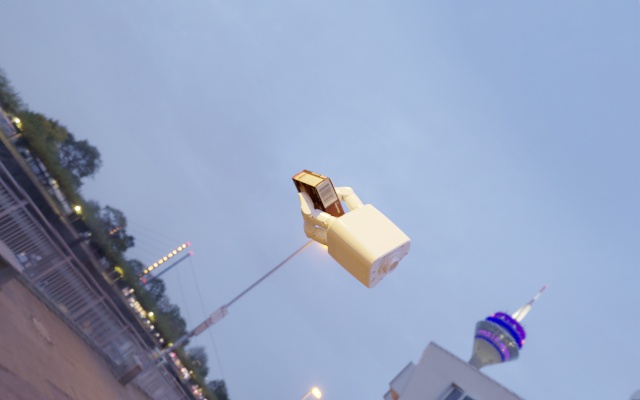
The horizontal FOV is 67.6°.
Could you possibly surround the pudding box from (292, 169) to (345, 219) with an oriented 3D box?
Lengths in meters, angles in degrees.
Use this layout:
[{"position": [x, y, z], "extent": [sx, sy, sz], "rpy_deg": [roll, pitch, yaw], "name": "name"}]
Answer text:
[{"position": [0.000, 0.003, 0.898], "extent": [0.039, 0.113, 0.090], "rpy_deg": [-33, 28, -22], "name": "pudding box"}]
